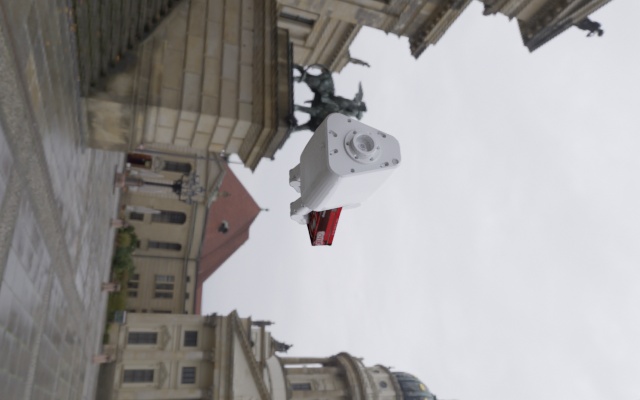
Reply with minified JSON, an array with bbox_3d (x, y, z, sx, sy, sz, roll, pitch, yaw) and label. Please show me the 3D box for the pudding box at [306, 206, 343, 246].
[{"bbox_3d":[0.000,0.002,0.749,0.039,0.090,0.113,4,39,-14],"label":"pudding box"}]
